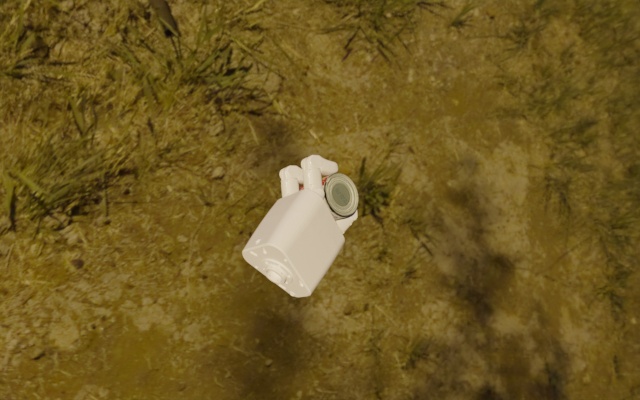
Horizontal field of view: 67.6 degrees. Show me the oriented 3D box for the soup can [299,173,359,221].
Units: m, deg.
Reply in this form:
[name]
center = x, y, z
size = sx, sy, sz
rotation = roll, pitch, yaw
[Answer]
[soup can]
center = 0.001, 0.002, 0.735
size = 0.068, 0.068, 0.102
rotation = 0, -13, -40
